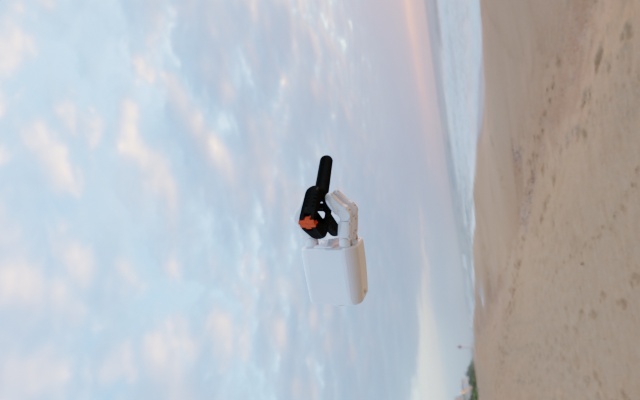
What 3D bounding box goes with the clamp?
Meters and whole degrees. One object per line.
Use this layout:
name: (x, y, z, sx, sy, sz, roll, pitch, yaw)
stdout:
clamp: (-0.001, 0.003, 0.867, 0.036, 0.164, 0.210, -5, 6, 15)
